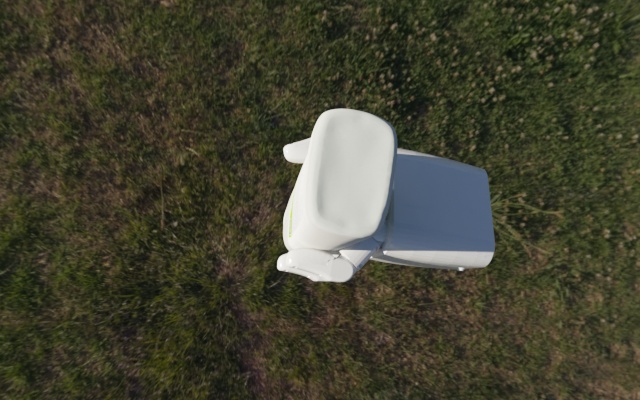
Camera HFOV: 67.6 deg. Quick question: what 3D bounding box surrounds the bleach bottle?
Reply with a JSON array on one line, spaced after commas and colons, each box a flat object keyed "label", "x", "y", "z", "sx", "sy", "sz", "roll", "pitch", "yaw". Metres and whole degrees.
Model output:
[{"label": "bleach bottle", "x": 0.000, "y": 0.002, "z": 0.473, "sx": 0.068, "sy": 0.102, "sz": 0.251, "roll": 11, "pitch": -12, "yaw": -9}]
